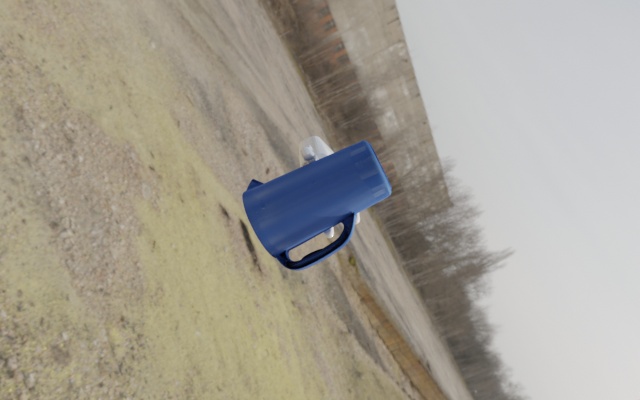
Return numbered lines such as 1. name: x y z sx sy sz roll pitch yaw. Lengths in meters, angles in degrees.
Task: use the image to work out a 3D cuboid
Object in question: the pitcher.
1. pitcher: 0.000 0.003 0.838 0.243 0.149 0.145 -26 27 6
